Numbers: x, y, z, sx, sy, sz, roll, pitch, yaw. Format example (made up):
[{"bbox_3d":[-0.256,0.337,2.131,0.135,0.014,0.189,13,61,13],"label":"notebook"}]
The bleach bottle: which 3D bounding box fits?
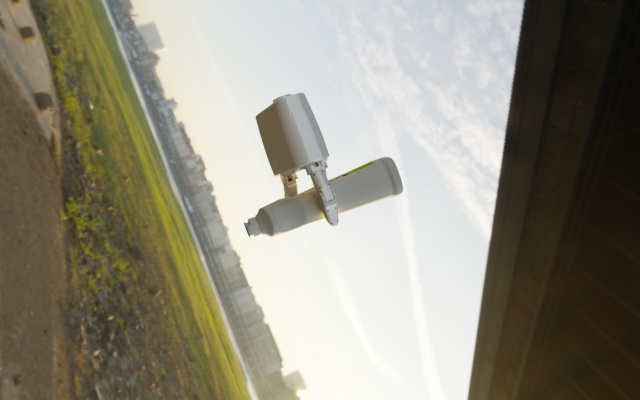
[{"bbox_3d":[0.000,0.003,0.768,0.251,0.068,0.102,-21,4,-15],"label":"bleach bottle"}]
